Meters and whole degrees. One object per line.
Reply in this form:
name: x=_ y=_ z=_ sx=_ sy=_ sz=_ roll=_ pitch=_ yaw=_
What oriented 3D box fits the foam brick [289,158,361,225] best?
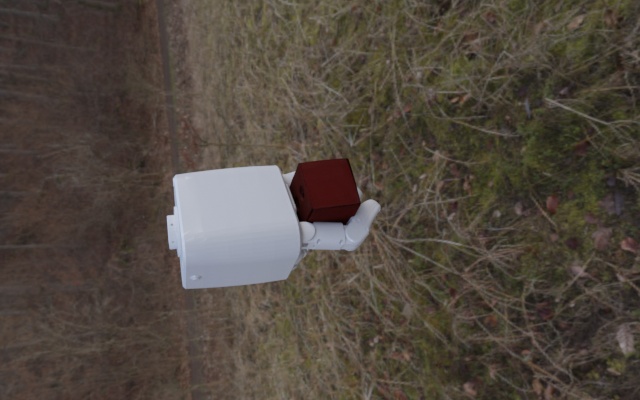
foam brick: x=0.000 y=0.001 z=0.478 sx=0.051 sy=0.053 sz=0.078 roll=-5 pitch=-28 yaw=-19
